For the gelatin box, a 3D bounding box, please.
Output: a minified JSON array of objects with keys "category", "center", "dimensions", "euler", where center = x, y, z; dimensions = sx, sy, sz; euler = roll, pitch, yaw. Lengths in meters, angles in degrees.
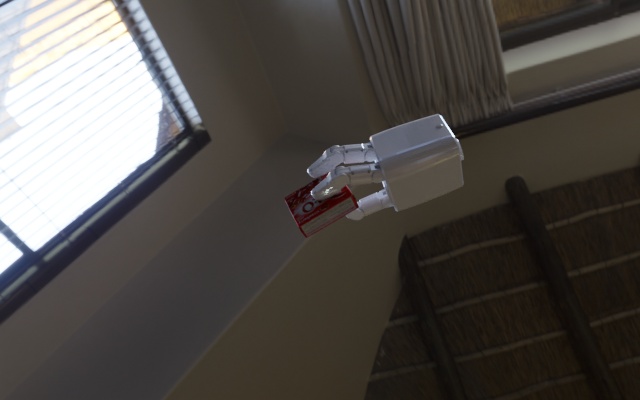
[{"category":"gelatin box","center":[0.000,0.003,0.686],"dimensions":[0.089,0.030,0.073],"euler":[-31,41,0]}]
